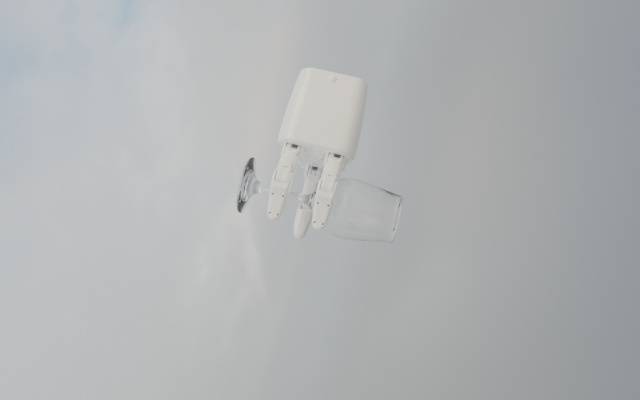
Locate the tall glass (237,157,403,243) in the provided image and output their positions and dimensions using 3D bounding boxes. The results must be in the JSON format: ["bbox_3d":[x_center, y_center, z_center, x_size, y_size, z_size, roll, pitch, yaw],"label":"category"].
[{"bbox_3d":[-0.001,0.002,0.614,0.201,0.079,0.079,13,1,4],"label":"tall glass"}]
